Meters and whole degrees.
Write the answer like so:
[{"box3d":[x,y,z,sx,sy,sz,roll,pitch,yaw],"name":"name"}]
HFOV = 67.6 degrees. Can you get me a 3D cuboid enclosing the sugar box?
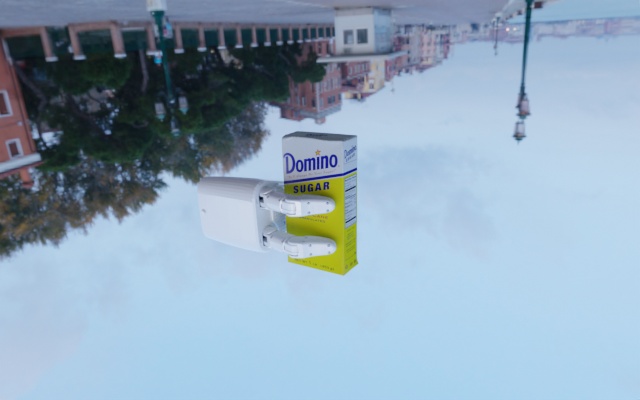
[{"box3d":[0.000,0.002,0.619,0.093,0.176,0.048,8,22,31],"name":"sugar box"}]
